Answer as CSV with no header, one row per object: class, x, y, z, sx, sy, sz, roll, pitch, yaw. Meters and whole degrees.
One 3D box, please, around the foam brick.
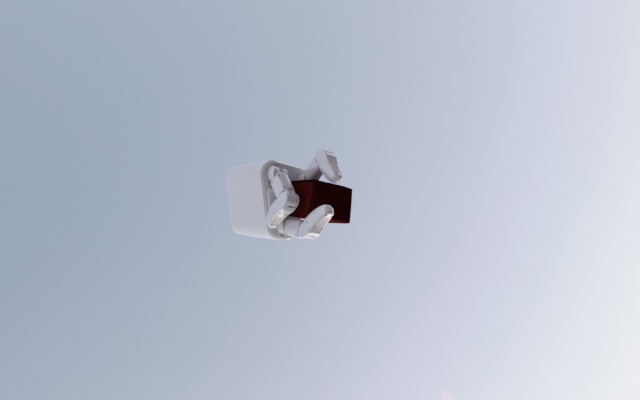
foam brick,0.000,0.002,0.683,0.078,0.053,0.051,13,-10,-41
